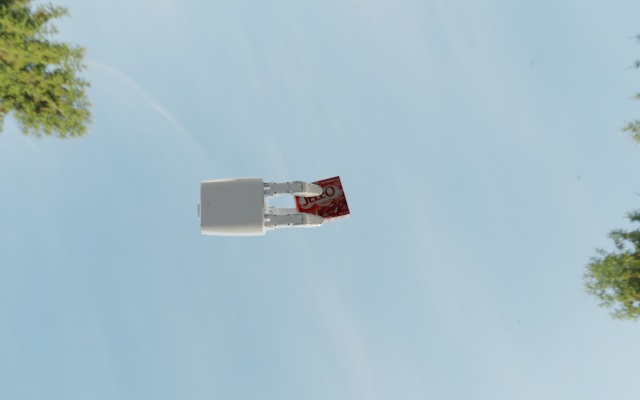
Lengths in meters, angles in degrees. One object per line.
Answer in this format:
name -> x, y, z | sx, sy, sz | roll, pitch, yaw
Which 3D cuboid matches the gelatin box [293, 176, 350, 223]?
gelatin box -> 0.000, 0.003, 0.843 | 0.089, 0.073, 0.030 | -13, -14, -9
